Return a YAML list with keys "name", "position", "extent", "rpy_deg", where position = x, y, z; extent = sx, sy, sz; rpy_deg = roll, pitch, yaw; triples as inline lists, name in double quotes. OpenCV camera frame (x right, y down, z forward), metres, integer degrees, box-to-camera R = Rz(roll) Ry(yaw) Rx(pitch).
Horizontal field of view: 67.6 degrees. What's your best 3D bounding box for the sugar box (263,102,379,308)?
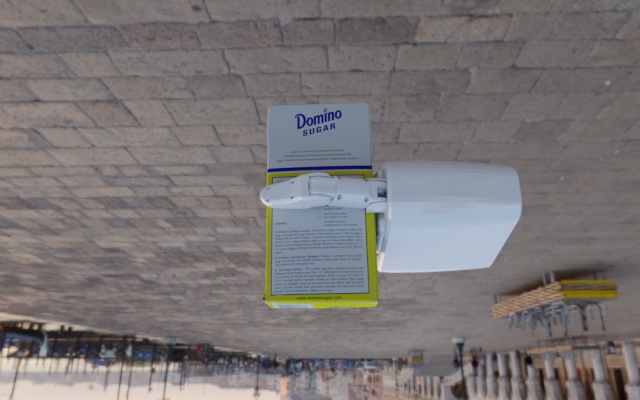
- name: "sugar box"
  position: [0.000, 0.003, 0.417]
  extent: [0.093, 0.176, 0.048]
  rpy_deg: [-1, -20, 2]
